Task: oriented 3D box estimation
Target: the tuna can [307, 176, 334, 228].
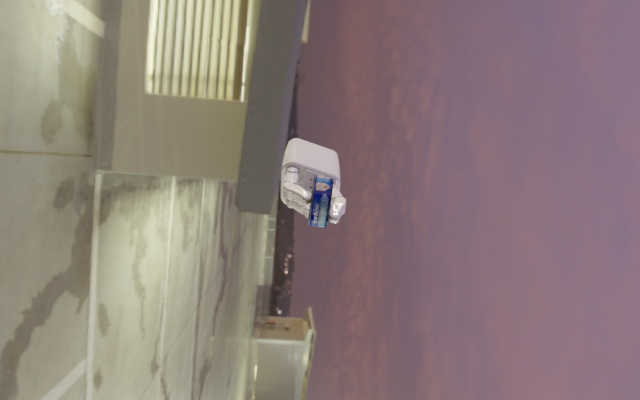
[{"bbox_3d":[0.001,0.003,0.804,0.034,0.086,0.086,8,0,0],"label":"tuna can"}]
